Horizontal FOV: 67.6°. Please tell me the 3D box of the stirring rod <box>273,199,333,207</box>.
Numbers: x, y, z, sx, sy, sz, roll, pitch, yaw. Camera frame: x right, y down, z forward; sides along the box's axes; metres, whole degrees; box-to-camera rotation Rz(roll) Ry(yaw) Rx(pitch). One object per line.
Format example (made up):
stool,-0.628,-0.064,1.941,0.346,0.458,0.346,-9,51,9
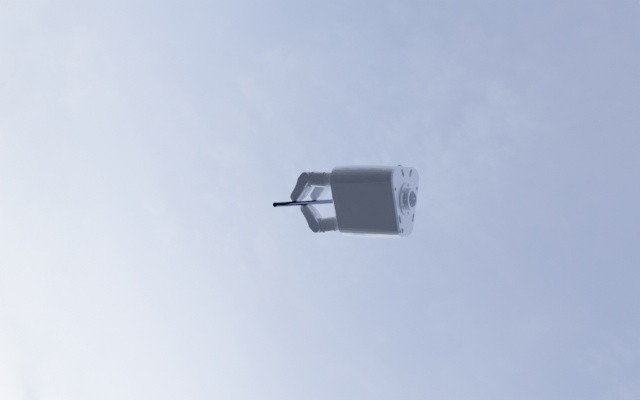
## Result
stirring rod,0.000,0.003,0.832,0.011,0.011,0.239,0,2,36
